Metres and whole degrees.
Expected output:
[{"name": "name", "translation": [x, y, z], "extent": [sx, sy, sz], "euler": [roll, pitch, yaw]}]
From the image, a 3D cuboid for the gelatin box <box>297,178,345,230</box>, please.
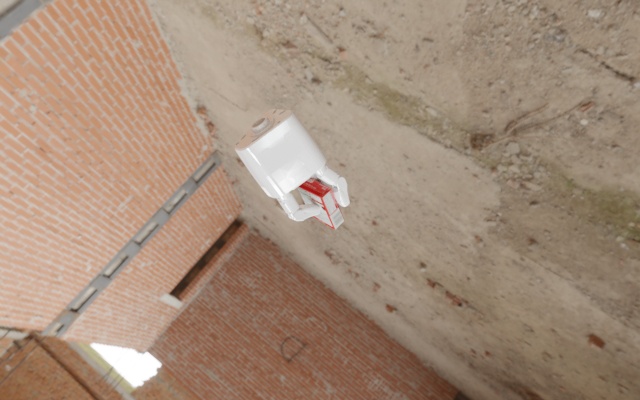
[{"name": "gelatin box", "translation": [0.000, 0.003, 0.877], "extent": [0.030, 0.089, 0.073], "euler": [-42, 44, -20]}]
